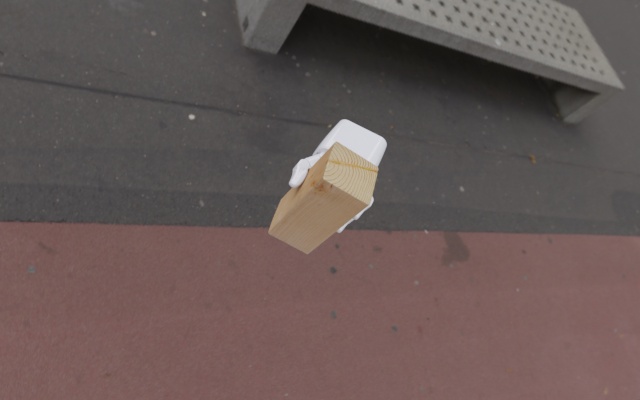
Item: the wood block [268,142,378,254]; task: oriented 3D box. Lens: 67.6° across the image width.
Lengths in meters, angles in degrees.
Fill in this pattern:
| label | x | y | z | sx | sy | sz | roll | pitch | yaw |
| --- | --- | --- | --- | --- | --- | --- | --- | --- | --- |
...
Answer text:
| label | x | y | z | sx | sy | sz | roll | pitch | yaw |
| --- | --- | --- | --- | --- | --- | --- | --- | --- | --- |
| wood block | 0.000 | 0.002 | 0.841 | 0.091 | 0.090 | 0.206 | 30 | -40 | -14 |
